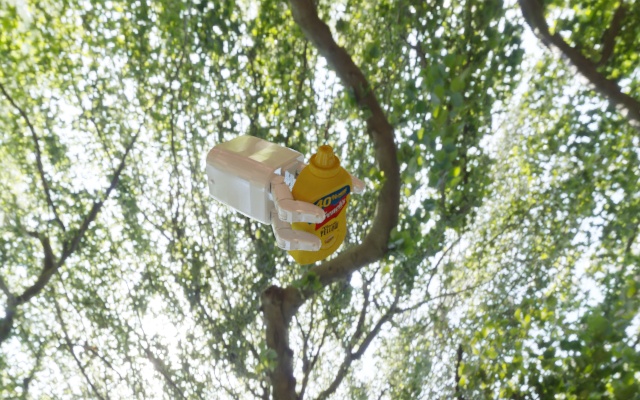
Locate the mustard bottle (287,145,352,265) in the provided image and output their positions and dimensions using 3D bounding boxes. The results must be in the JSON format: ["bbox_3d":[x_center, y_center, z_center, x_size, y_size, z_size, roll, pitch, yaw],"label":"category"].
[{"bbox_3d":[0.000,0.003,0.671,0.096,0.192,0.058,-26,51,-28],"label":"mustard bottle"}]
